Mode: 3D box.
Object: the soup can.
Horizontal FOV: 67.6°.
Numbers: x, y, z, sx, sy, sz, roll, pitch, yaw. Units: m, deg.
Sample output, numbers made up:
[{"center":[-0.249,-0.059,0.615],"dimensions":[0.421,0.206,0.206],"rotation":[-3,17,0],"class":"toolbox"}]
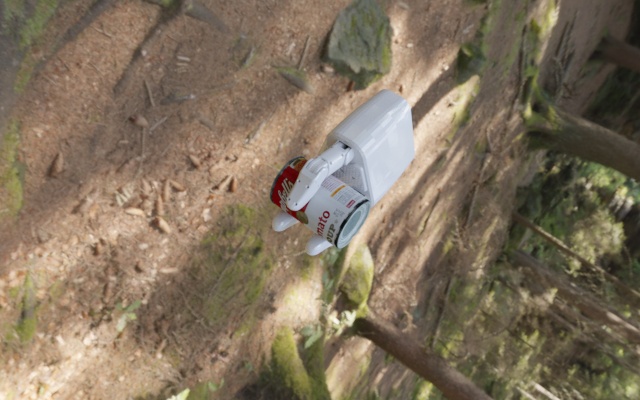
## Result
[{"center":[0.000,0.002,0.564],"dimensions":[0.102,0.068,0.068],"rotation":[34,13,21],"class":"soup can"}]
